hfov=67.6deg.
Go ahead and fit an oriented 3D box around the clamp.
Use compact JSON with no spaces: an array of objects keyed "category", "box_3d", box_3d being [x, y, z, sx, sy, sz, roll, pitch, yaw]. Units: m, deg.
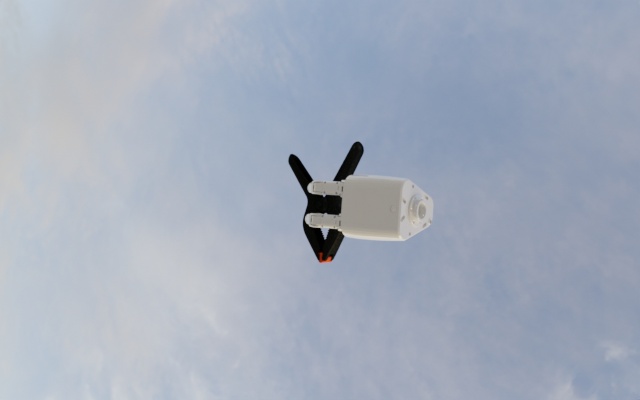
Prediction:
[{"category":"clamp","box_3d":[0.001,0.003,0.845,0.164,0.210,0.036,3,-1,41]}]
